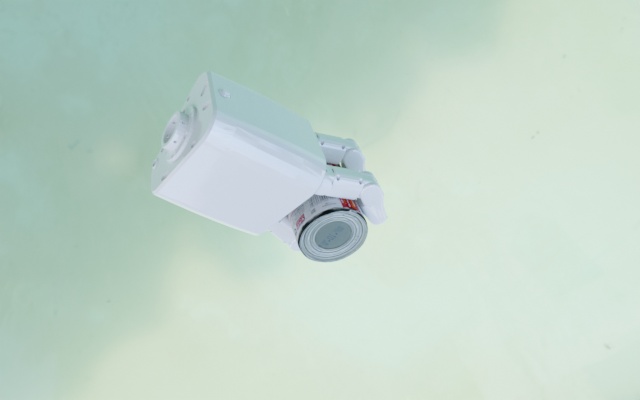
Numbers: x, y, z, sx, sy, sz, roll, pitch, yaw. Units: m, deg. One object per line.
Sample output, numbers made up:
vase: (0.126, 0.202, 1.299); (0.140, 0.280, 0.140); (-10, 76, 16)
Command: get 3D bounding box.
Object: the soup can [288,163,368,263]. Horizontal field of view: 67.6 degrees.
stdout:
soup can: (0.000, 0.002, 0.468); (0.068, 0.068, 0.102); (0, 40, -19)
